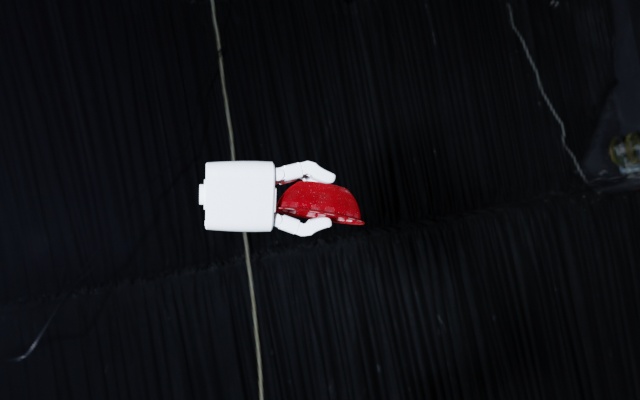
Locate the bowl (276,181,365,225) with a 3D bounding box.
[{"bbox_3d":[0.001,0.002,0.820,0.162,0.055,0.162,9,-6,1],"label":"bowl"}]
